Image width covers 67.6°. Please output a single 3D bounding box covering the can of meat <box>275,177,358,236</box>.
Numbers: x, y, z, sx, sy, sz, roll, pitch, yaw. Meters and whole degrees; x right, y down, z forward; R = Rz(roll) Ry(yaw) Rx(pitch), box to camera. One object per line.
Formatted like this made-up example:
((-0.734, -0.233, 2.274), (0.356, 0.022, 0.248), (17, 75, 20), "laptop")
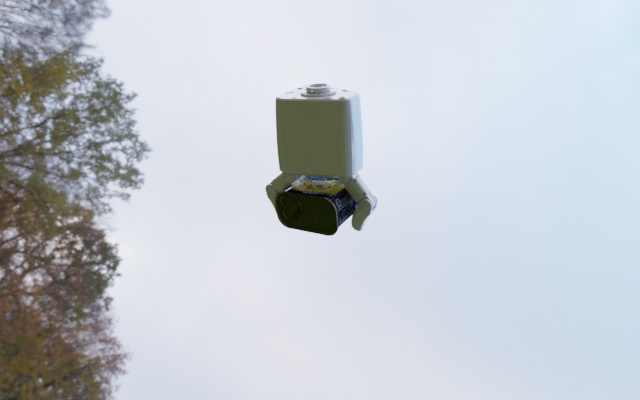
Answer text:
((0.000, 0.002, 0.693), (0.102, 0.057, 0.084), (8, 28, 31), "can of meat")
